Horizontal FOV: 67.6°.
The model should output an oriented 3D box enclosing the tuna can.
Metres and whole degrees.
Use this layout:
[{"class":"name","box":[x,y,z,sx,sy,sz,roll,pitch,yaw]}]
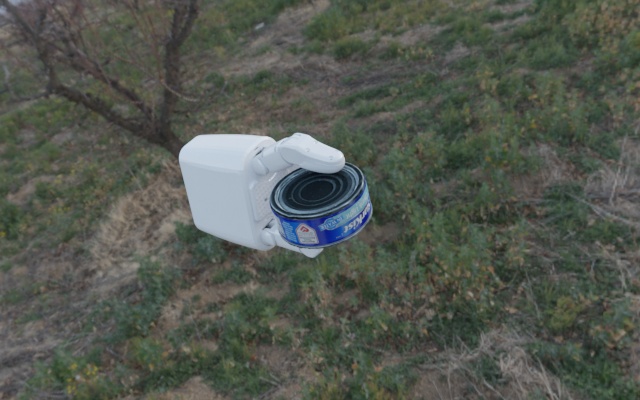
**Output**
[{"class":"tuna can","box":[0.000,0.001,0.414,0.086,0.034,0.086,-11,34,8]}]
